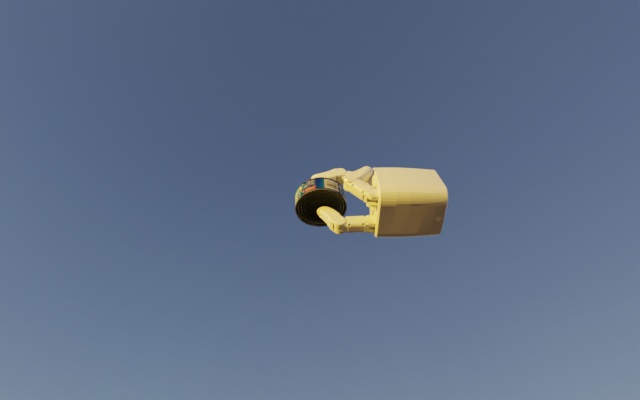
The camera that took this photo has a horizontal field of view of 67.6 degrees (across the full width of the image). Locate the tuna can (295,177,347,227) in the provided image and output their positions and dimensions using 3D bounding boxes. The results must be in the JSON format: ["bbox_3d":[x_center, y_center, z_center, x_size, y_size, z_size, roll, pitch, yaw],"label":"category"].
[{"bbox_3d":[0.000,0.002,0.799,0.086,0.086,0.033,0,43,-4],"label":"tuna can"}]
